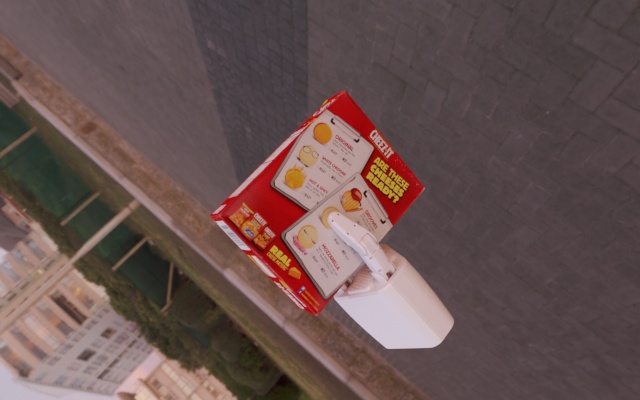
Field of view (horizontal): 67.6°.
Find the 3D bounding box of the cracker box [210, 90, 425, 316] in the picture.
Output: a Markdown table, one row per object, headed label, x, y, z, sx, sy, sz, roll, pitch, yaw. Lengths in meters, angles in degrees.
| label | x | y | z | sx | sy | sz | roll | pitch | yaw |
| --- | --- | --- | --- | --- | --- | --- | --- | --- | --- |
| cracker box | 0.000 | 0.002 | 0.579 | 0.213 | 0.164 | 0.072 | -47 | 16 | -19 |
